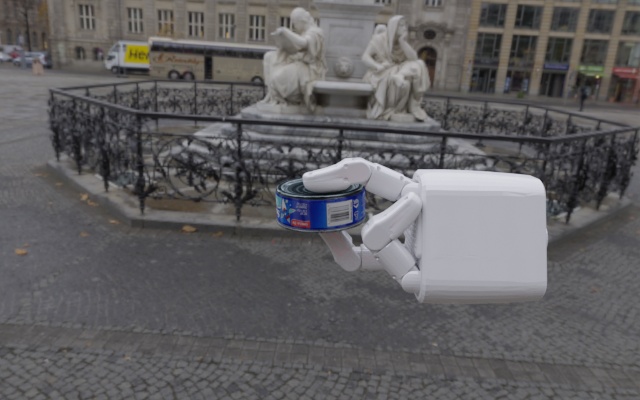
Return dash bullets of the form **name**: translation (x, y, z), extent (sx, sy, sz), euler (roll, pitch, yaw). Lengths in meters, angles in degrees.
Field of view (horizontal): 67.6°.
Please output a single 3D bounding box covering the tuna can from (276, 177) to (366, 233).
- **tuna can**: translation (0.000, 0.001, 0.454), extent (0.086, 0.034, 0.086), euler (-2, 16, 1)
